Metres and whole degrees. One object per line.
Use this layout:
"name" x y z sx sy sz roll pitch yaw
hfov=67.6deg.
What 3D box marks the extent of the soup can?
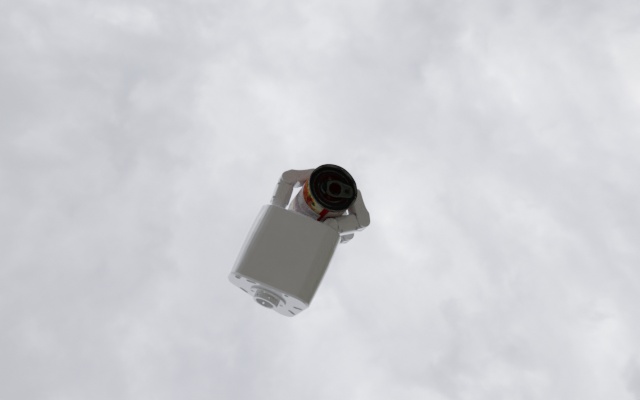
"soup can" 0.000 0.002 0.660 0.068 0.068 0.102 0 -23 -22
